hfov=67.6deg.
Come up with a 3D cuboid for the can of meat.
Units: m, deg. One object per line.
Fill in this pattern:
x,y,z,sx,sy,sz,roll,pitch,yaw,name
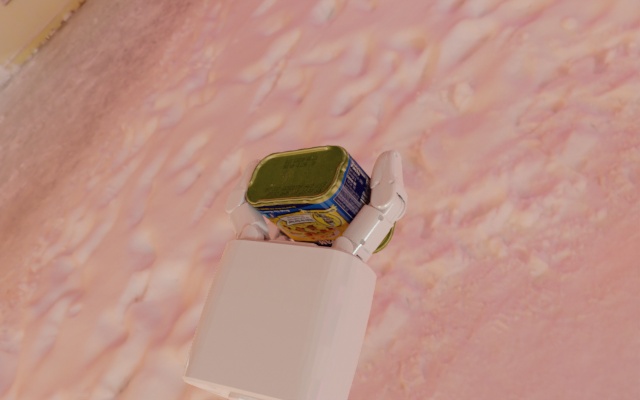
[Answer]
0.000,0.001,0.400,0.102,0.057,0.084,-4,-34,38,can of meat
